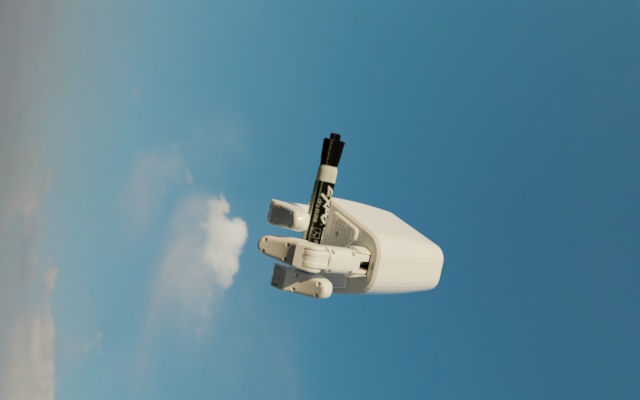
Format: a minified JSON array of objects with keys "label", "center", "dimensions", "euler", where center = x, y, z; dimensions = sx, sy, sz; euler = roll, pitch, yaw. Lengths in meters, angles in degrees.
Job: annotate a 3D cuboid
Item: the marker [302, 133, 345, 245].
[{"label":"marker","center":[0.000,0.001,0.416],"dimensions":[0.020,0.121,0.020],"euler":[13,3,-1]}]
